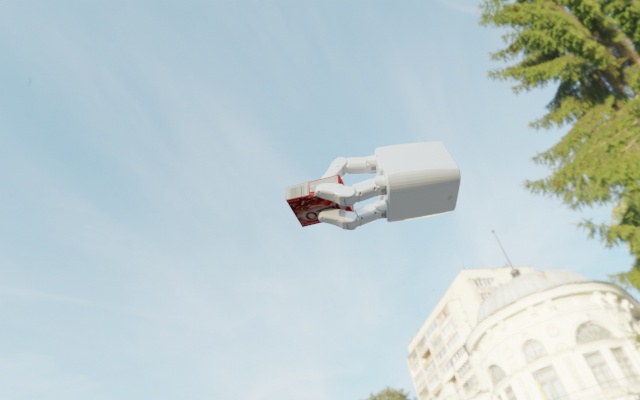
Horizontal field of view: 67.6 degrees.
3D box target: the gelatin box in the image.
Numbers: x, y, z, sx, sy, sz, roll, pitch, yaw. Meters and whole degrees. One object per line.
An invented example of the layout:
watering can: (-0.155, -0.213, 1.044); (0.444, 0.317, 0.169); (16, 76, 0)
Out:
gelatin box: (0.000, 0.002, 0.735); (0.089, 0.030, 0.073); (-13, -41, 13)
